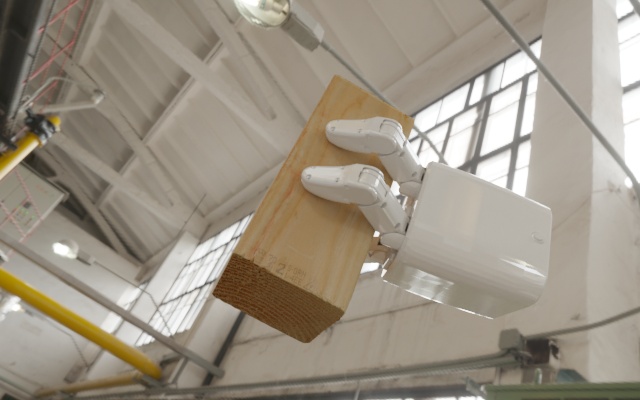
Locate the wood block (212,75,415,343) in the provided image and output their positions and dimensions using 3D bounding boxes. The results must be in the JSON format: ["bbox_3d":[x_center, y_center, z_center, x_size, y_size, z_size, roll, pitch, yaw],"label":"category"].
[{"bbox_3d":[0.000,0.002,0.413,0.090,0.206,0.091,29,-37,-4],"label":"wood block"}]
